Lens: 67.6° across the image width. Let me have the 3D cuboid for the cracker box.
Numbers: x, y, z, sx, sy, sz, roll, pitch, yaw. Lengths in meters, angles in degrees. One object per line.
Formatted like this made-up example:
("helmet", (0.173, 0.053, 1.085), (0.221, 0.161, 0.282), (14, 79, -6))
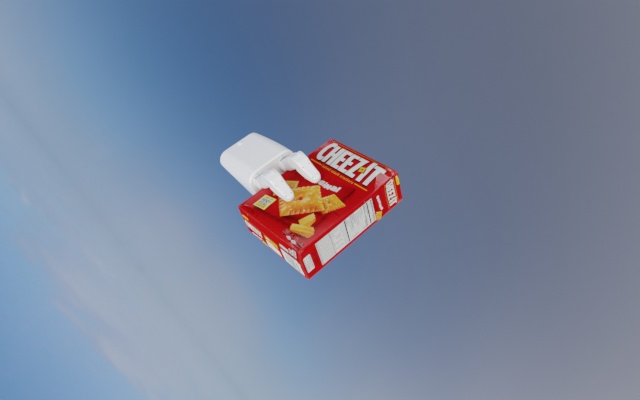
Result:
("cracker box", (0.000, 0.003, 0.779), (0.213, 0.072, 0.164), (-38, 47, -21))
